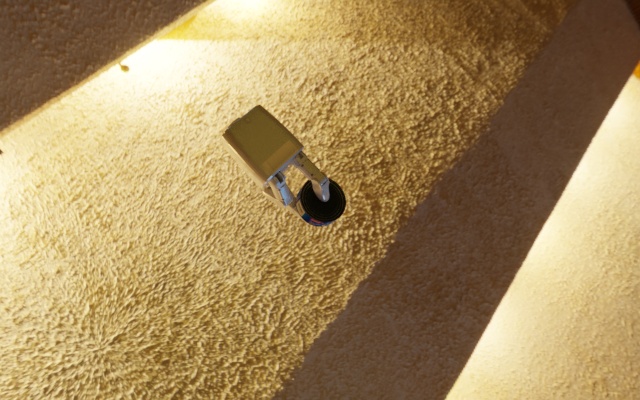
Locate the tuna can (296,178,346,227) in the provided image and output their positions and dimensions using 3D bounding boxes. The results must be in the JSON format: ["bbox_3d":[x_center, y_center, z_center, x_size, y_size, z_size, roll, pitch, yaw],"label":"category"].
[{"bbox_3d":[0.000,0.003,0.847,0.086,0.086,0.034,0,-20,-21],"label":"tuna can"}]
